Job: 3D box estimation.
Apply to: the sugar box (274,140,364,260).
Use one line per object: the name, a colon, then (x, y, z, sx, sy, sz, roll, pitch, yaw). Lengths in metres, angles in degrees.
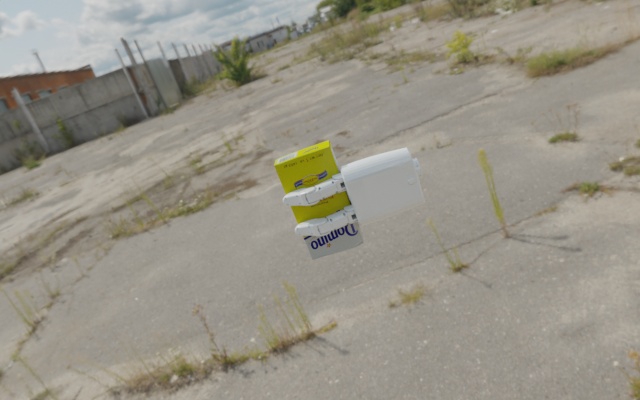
sugar box: (0.000, 0.003, 0.766, 0.093, 0.176, 0.048, -18, 19, 8)
